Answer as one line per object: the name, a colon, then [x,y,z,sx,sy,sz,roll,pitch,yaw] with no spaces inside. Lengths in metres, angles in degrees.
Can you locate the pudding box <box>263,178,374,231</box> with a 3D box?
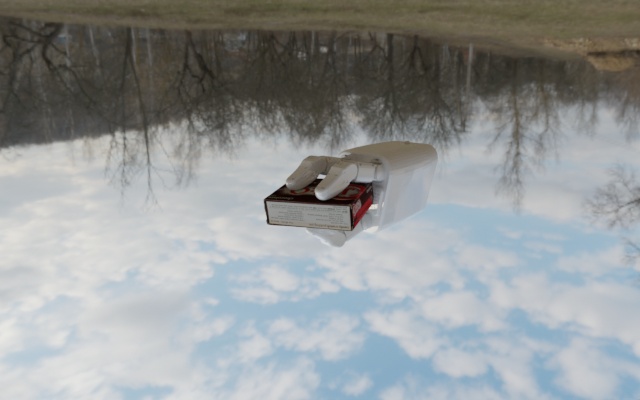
pudding box: [0.000,0.002,0.590,0.113,0.039,0.090,1,19,21]
